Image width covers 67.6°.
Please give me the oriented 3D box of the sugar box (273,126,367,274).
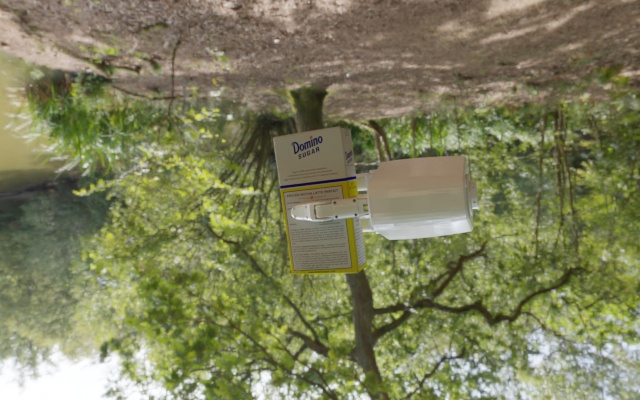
[{"bbox_3d":[0.000,0.002,0.597,0.093,0.176,0.048,-5,1,22],"label":"sugar box"}]
